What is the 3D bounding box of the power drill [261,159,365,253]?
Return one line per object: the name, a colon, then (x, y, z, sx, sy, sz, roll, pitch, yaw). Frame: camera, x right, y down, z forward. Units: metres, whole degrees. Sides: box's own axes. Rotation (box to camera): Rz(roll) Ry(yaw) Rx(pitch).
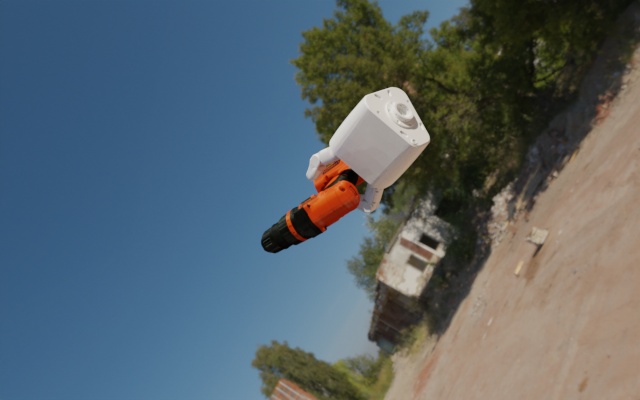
power drill: (0.000, 0.002, 0.774, 0.184, 0.057, 0.187, -30, 14, 29)
